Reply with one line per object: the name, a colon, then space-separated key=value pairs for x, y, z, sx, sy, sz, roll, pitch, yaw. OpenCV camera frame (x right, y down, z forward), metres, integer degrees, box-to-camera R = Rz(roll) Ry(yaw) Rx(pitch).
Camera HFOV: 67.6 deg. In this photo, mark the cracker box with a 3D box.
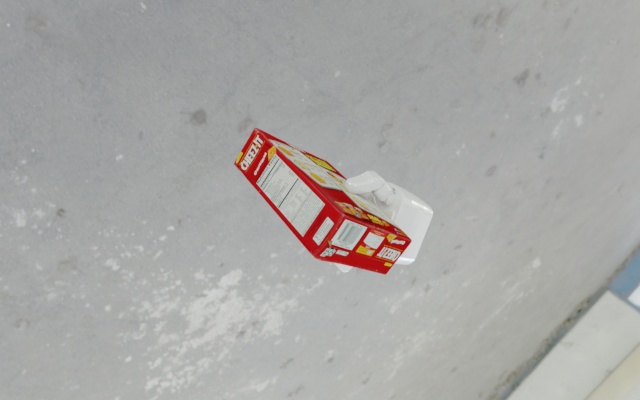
cracker box: x=0.000 y=0.002 z=0.656 sx=0.164 sy=0.072 sz=0.213 roll=21 pitch=19 yaw=-49
